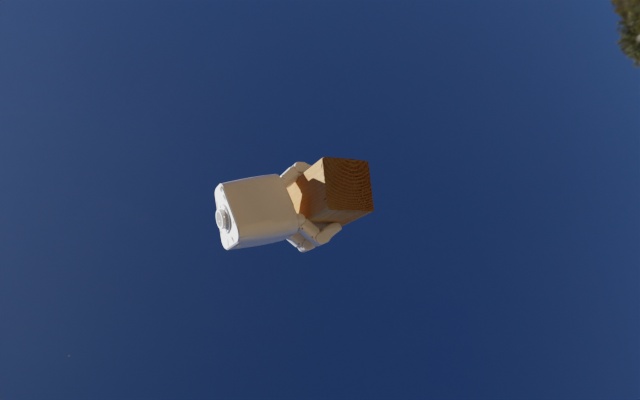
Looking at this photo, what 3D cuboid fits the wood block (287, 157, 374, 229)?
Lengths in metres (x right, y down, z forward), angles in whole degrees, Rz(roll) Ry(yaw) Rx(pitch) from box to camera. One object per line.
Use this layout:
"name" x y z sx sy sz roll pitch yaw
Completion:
"wood block" 0.000 0.003 0.855 0.090 0.090 0.206 3 -17 -27
